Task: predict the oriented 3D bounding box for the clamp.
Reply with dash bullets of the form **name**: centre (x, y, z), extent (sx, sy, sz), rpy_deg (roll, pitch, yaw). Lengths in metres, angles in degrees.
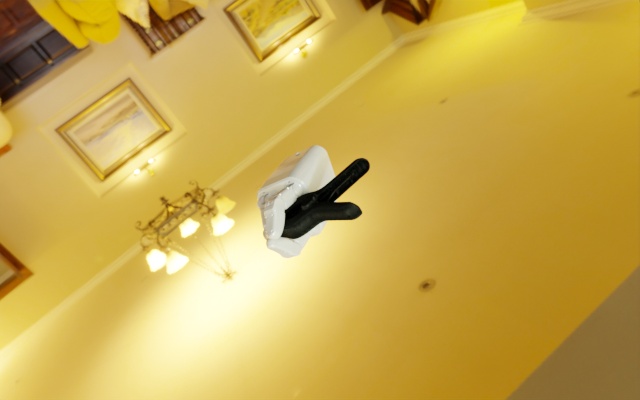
- **clamp**: centre (0.000, 0.003, 0.675), extent (0.171, 0.039, 0.120), rpy_deg (-20, 26, 36)
